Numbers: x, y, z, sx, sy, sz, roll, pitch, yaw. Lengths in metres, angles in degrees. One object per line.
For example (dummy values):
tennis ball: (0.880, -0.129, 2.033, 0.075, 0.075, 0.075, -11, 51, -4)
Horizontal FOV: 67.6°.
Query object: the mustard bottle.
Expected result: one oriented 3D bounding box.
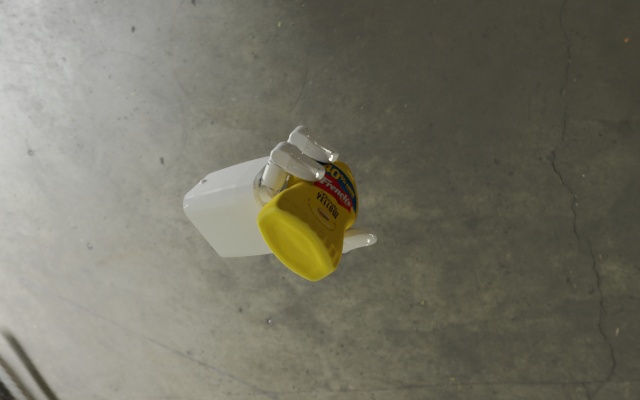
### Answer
mustard bottle: (0.000, 0.002, 0.558, 0.058, 0.096, 0.191, -37, 12, 31)
